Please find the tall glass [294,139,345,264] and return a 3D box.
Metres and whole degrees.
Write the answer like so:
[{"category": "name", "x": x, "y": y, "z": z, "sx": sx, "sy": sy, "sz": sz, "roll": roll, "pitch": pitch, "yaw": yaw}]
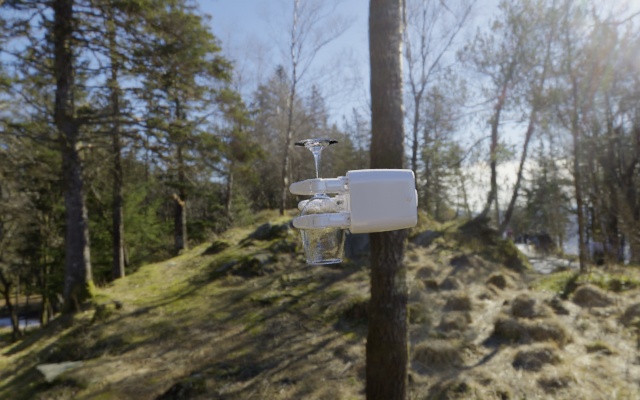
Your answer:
[{"category": "tall glass", "x": 0.000, "y": 0.002, "z": 0.793, "sx": 0.079, "sy": 0.201, "sz": 0.079, "roll": -4, "pitch": -1, "yaw": 0}]
